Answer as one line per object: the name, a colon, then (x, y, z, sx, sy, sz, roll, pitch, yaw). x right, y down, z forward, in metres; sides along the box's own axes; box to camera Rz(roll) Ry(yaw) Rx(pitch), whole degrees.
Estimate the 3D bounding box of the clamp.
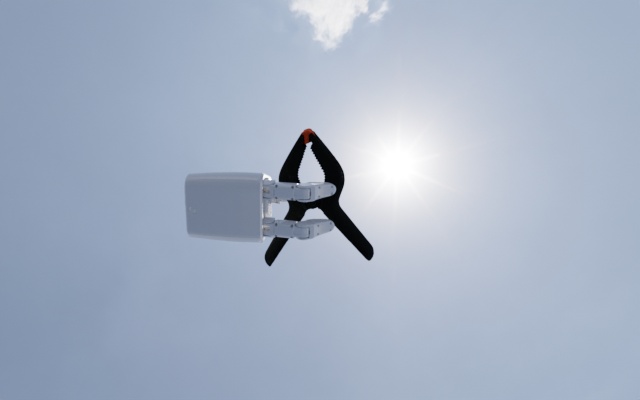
clamp: (0.000, 0.001, 0.695, 0.164, 0.210, 0.036, 2, 17, 2)
